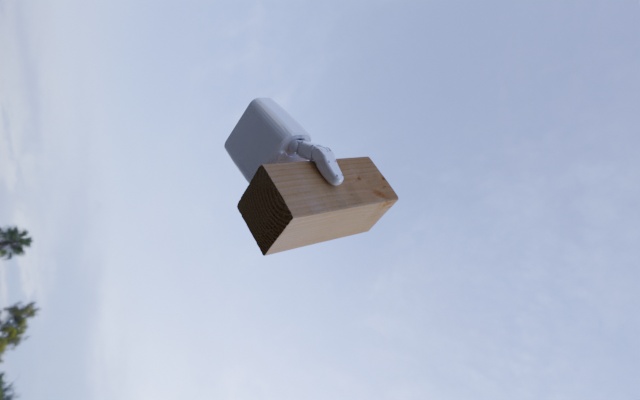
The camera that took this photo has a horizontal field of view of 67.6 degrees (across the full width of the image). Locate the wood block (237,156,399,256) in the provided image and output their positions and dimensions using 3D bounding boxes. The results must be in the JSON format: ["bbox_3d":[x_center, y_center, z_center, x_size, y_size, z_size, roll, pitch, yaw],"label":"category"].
[{"bbox_3d":[0.000,0.002,0.686,0.206,0.090,0.091,-9,-33,-42],"label":"wood block"}]
